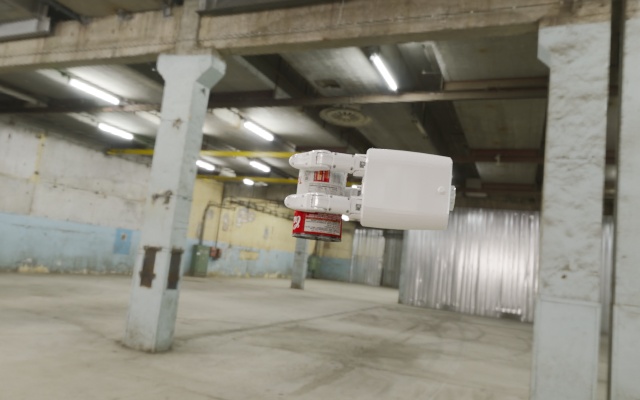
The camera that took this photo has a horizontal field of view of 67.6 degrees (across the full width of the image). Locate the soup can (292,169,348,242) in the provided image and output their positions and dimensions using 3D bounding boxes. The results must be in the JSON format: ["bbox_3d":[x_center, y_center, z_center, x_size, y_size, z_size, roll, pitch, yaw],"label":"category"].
[{"bbox_3d":[0.000,0.002,0.650,0.068,0.102,0.068,6,-8,1],"label":"soup can"}]
